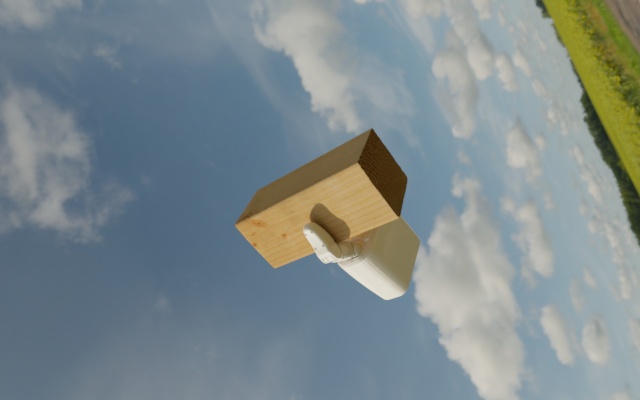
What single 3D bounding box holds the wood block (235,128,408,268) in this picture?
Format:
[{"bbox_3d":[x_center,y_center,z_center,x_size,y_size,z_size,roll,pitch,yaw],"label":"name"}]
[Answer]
[{"bbox_3d":[0.000,0.003,0.633,0.206,0.090,0.090,-26,24,32],"label":"wood block"}]
